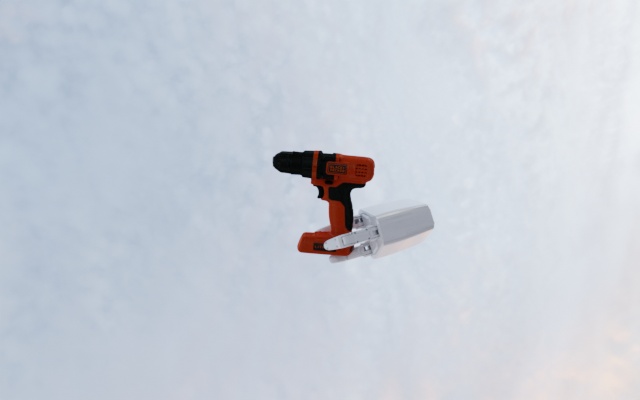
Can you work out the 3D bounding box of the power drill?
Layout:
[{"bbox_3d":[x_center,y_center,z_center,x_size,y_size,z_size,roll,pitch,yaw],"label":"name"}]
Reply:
[{"bbox_3d":[0.000,0.003,0.871,0.184,0.188,0.057,5,14,4],"label":"power drill"}]
